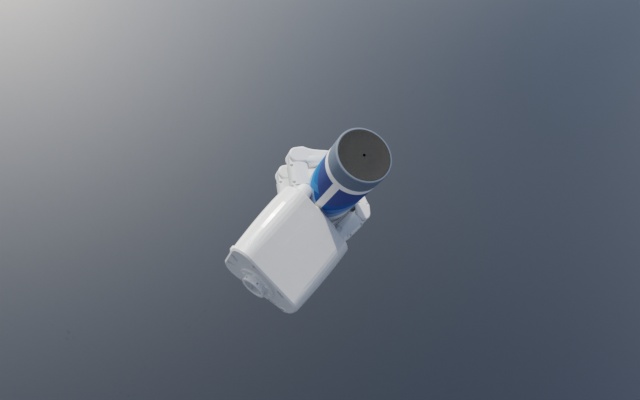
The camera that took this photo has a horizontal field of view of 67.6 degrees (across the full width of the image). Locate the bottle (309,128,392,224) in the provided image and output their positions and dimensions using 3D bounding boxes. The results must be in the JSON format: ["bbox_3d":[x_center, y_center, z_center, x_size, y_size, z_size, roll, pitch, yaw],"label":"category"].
[{"bbox_3d":[0.000,0.002,0.641,0.069,0.069,0.296,0,-20,-20],"label":"bottle"}]
